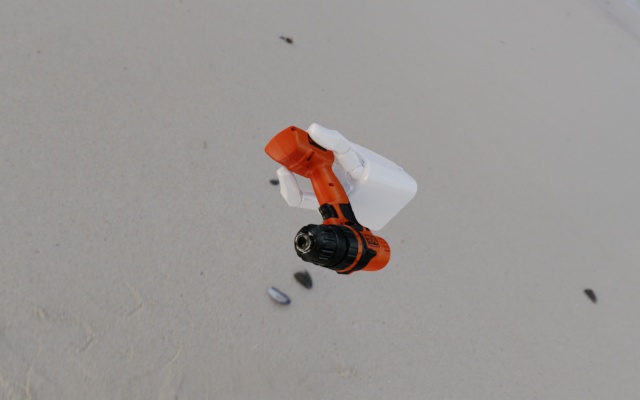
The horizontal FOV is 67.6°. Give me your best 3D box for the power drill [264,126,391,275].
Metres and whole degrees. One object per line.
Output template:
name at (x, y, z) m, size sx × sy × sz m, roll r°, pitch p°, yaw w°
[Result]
power drill at (0.000, 0.002, 0.577) m, size 0.057 × 0.187 × 0.184 m, roll -35°, pitch -25°, yaw 19°
